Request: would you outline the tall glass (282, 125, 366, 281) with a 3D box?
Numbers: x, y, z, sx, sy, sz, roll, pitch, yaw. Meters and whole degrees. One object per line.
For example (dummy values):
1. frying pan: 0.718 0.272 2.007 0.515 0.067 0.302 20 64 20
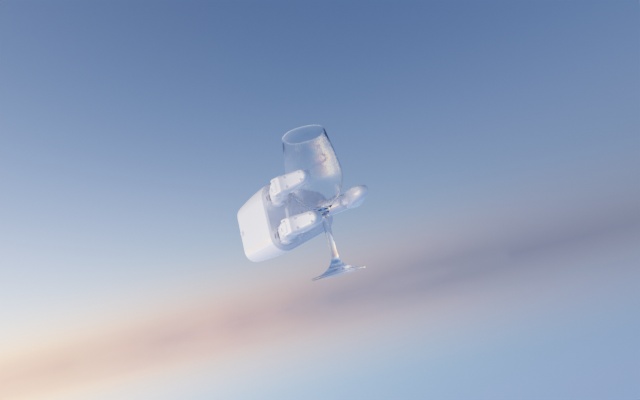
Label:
1. tall glass: 0.000 0.003 0.643 0.079 0.201 0.079 -13 -11 -3
